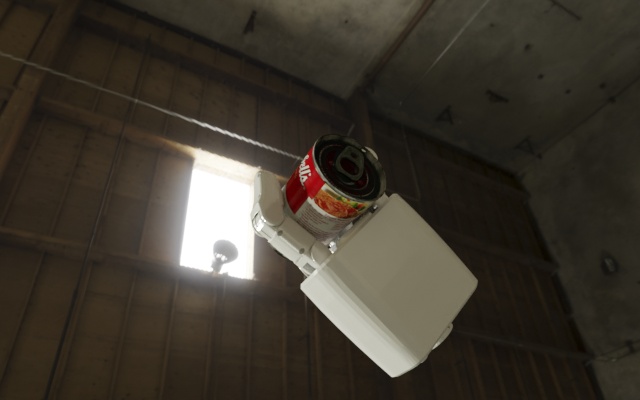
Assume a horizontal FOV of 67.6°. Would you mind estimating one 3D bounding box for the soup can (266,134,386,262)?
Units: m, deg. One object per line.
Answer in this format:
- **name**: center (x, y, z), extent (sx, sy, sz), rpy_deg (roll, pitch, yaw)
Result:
- **soup can**: center (0.000, 0.001, 0.411), extent (0.068, 0.068, 0.102), rpy_deg (0, -35, -36)
